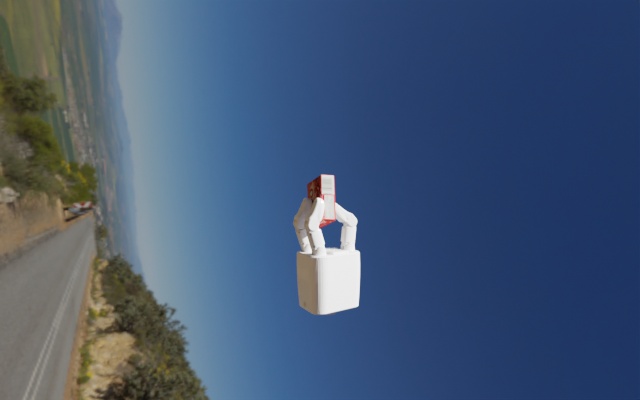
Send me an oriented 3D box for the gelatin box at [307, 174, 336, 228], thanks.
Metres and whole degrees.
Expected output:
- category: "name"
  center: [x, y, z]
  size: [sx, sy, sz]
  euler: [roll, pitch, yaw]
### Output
- category: "gelatin box"
  center: [0.001, 0.003, 0.898]
  size: [0.030, 0.089, 0.073]
  euler: [3, -13, -21]
